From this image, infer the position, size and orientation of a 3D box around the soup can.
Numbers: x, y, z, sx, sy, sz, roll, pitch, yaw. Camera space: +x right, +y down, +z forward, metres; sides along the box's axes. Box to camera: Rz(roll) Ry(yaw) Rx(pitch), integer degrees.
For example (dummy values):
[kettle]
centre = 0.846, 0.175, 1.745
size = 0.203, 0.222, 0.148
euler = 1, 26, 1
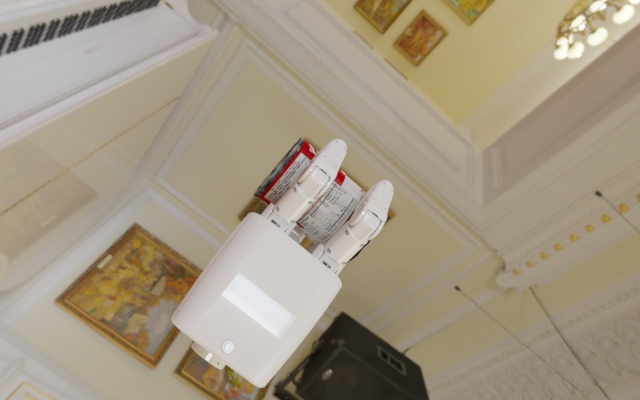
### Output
[soup can]
centre = 0.001, 0.001, 0.433
size = 0.102, 0.068, 0.068
euler = 40, -7, -8
